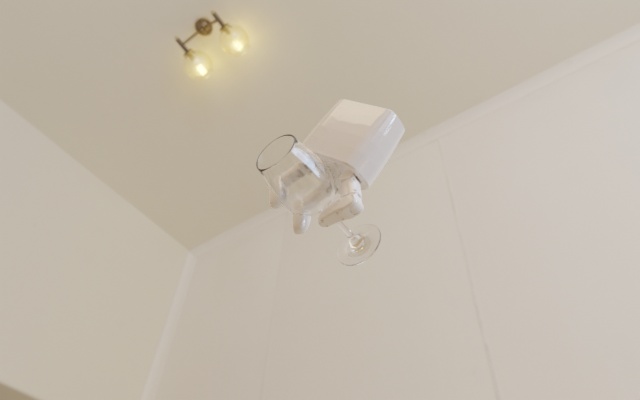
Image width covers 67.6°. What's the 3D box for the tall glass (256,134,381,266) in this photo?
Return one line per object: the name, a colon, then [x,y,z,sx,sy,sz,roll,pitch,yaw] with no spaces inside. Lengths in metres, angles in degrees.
tall glass: [0.000,0.003,0.645,0.079,0.079,0.201,0,-39,47]
